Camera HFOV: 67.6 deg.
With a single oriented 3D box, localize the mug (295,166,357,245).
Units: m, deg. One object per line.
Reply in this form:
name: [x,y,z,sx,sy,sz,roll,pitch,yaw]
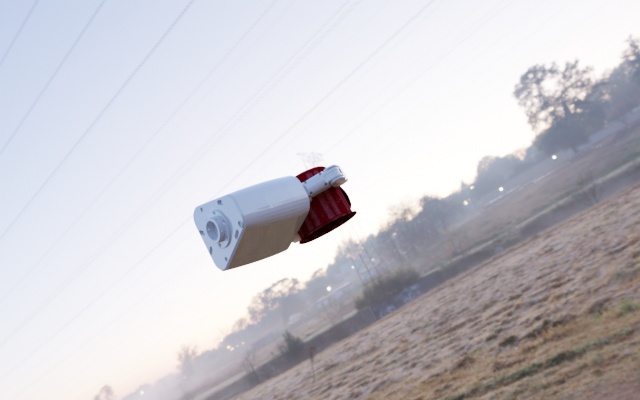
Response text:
mug: [0.001,0.002,0.685,0.117,0.081,0.093,-18,-16,-45]
